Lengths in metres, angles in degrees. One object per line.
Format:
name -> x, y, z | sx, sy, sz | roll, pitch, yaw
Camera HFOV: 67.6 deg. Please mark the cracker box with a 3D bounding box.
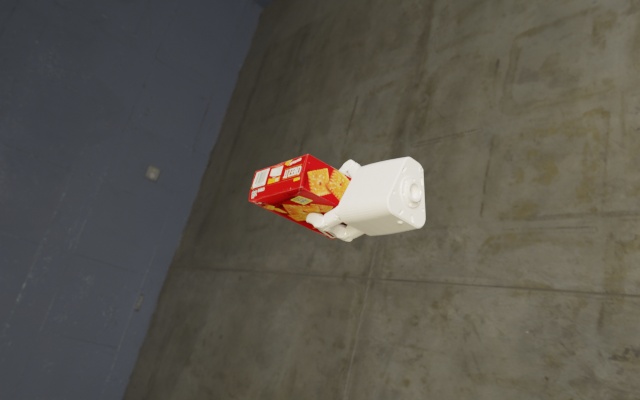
cracker box -> 0.000, 0.003, 0.883 | 0.214, 0.072, 0.164 | 27, -25, -34
